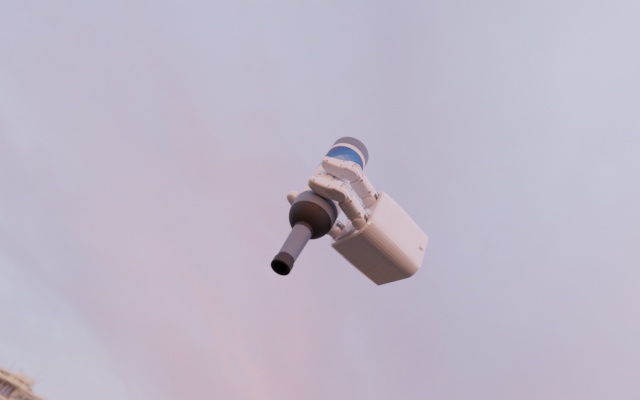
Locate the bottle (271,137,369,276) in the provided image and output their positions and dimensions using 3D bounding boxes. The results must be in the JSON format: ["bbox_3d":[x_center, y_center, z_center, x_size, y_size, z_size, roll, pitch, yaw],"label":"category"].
[{"bbox_3d":[0.000,0.002,0.712,0.069,0.069,0.295,0,34,25],"label":"bottle"}]
